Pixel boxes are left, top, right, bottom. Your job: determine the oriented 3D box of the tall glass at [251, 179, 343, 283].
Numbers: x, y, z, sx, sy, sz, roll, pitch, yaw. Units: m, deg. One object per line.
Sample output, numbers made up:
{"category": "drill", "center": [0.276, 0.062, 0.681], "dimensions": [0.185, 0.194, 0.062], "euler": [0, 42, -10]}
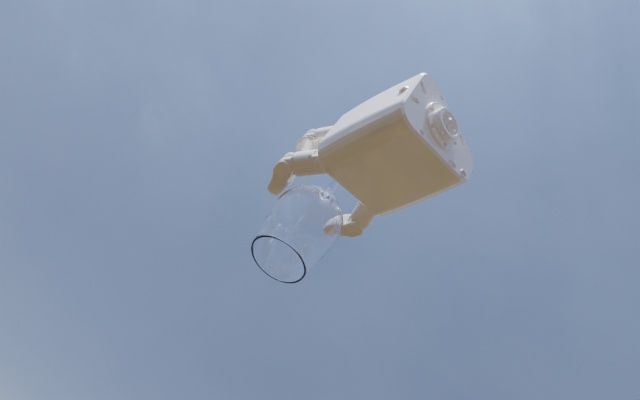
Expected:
{"category": "tall glass", "center": [0.000, 0.001, 0.537], "dimensions": [0.079, 0.079, 0.201], "euler": [0, 35, 32]}
